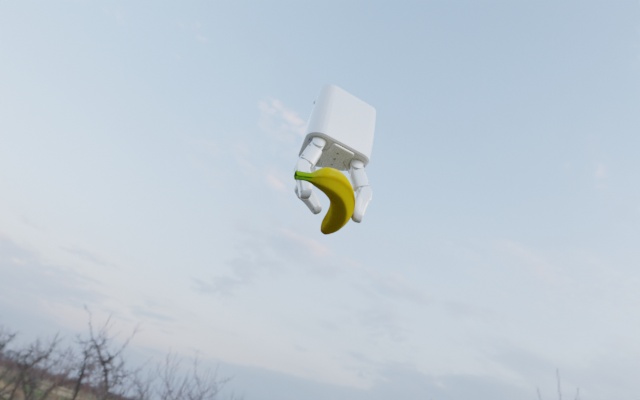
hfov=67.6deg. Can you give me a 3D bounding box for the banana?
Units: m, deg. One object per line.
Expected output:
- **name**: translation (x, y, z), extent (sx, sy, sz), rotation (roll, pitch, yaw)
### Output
- **banana**: translation (0.018, 0.001, 0.696), extent (0.069, 0.037, 0.198), rotation (1, -28, 13)
